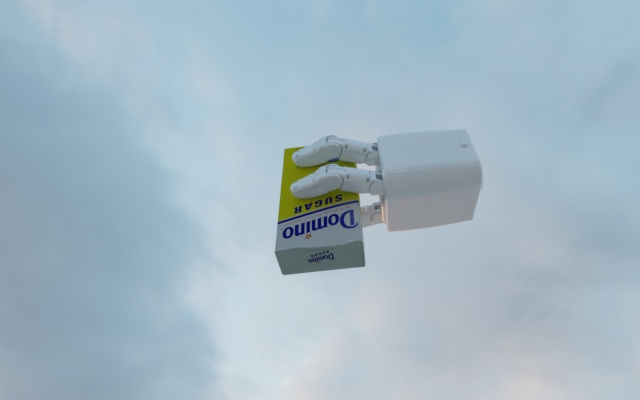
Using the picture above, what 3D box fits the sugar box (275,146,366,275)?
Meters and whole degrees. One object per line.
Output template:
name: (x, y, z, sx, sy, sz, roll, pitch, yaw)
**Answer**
sugar box: (0.000, 0.001, 0.555, 0.093, 0.048, 0.176, -7, 40, 6)
